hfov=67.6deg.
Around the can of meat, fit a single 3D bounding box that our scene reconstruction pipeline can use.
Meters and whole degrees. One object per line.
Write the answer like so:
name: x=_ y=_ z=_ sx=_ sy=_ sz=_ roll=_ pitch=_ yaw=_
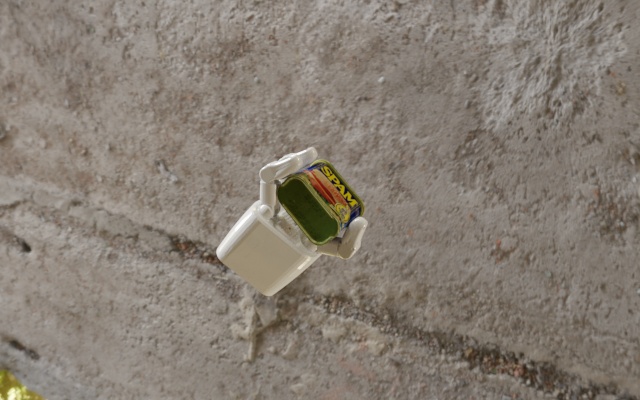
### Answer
can of meat: x=0.000 y=0.002 z=0.634 sx=0.057 sy=0.102 sz=0.084 roll=-42 pitch=-5 yaw=30
